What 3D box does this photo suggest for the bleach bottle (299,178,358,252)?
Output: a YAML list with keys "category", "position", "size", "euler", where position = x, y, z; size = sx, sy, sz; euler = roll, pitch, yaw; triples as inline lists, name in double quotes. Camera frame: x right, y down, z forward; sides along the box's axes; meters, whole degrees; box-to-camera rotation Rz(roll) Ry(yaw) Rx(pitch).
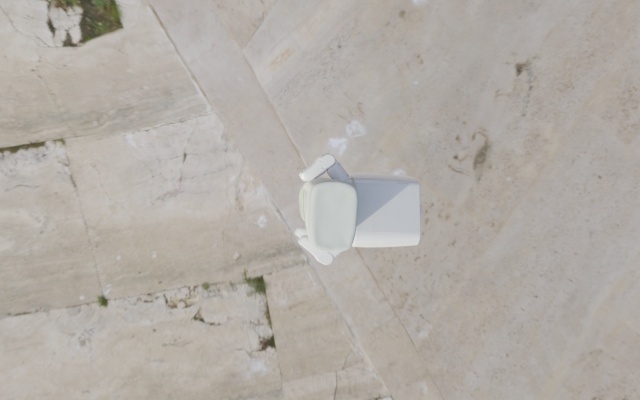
- category: "bleach bottle"
  position: [0.000, 0.003, 0.755]
  size: [0.068, 0.102, 0.250]
  euler: [1, 10, -8]
